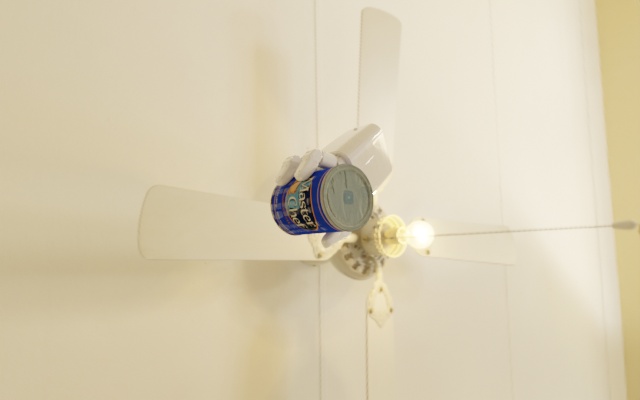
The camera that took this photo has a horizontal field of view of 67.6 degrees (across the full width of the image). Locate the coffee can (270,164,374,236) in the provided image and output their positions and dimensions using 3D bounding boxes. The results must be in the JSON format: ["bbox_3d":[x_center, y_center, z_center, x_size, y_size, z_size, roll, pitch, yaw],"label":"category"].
[{"bbox_3d":[0.000,0.003,0.765,0.103,0.103,0.140,0,-6,-39],"label":"coffee can"}]
